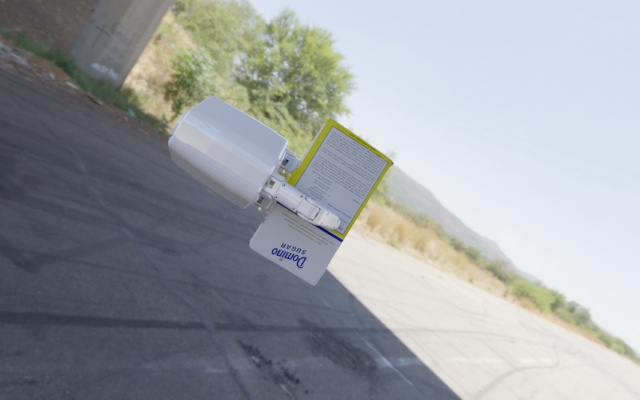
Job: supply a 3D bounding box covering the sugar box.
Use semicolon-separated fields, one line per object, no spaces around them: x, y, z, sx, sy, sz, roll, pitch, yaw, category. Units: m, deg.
0.000;0.002;0.566;0.093;0.176;0.048;33;4;-9;sugar box
